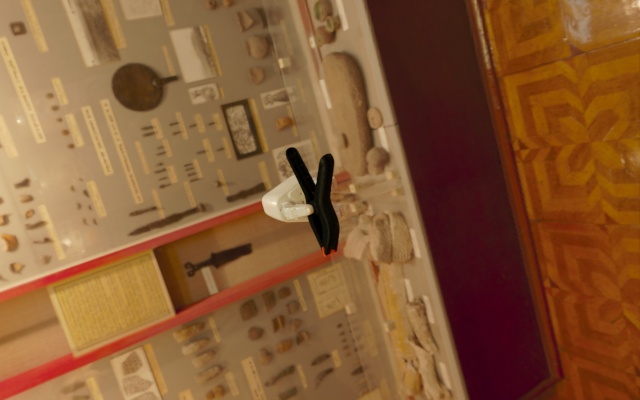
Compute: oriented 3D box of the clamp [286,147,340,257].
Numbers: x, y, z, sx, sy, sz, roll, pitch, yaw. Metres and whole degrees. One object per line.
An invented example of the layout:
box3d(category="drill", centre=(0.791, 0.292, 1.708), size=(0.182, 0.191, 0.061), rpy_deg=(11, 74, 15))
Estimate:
box3d(category="clamp", centre=(-0.001, 0.004, 0.859), size=(0.036, 0.210, 0.164), rpy_deg=(-20, 11, -22))
